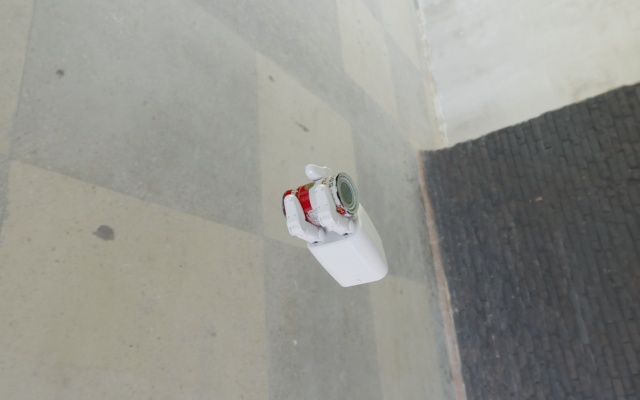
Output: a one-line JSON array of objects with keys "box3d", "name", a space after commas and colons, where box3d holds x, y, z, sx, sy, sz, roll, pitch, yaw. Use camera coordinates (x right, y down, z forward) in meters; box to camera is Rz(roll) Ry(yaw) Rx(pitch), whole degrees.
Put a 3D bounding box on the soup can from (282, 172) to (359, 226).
[{"box3d": [0.000, 0.002, 0.740, 0.102, 0.068, 0.068, -18, -9, 29], "name": "soup can"}]
